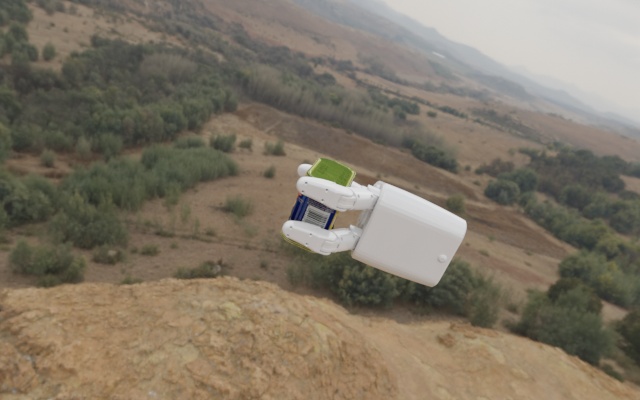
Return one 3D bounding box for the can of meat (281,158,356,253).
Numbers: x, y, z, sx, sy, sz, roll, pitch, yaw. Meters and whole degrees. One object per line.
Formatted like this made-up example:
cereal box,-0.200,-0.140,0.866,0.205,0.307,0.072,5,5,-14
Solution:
can of meat,0.000,0.002,0.578,0.057,0.084,0.102,24,22,3
